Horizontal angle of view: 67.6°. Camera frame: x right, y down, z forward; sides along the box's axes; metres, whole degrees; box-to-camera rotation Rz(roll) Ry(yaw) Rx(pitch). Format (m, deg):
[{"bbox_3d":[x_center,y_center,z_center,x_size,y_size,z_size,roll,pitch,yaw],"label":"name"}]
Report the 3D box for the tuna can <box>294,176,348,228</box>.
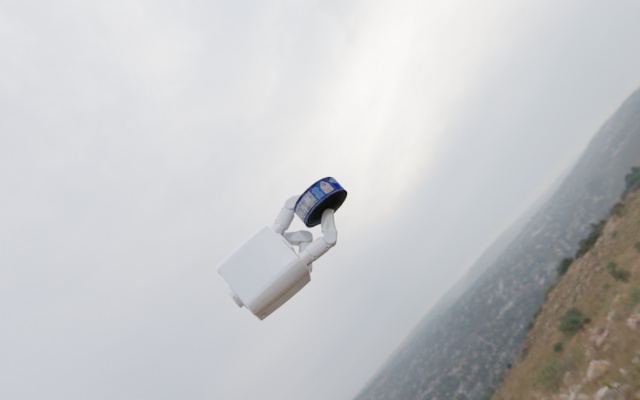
[{"bbox_3d":[0.000,0.002,0.757,0.086,0.033,0.086,-36,-20,-16],"label":"tuna can"}]
